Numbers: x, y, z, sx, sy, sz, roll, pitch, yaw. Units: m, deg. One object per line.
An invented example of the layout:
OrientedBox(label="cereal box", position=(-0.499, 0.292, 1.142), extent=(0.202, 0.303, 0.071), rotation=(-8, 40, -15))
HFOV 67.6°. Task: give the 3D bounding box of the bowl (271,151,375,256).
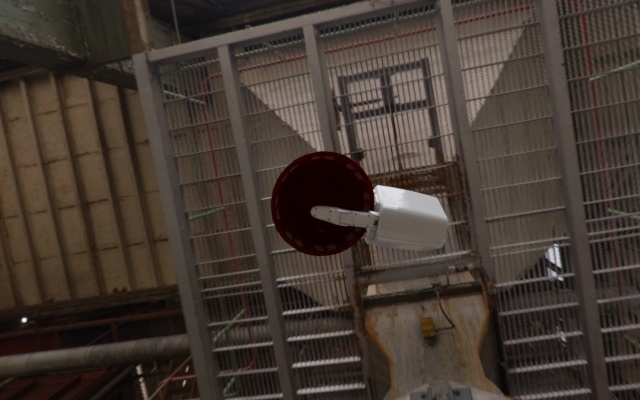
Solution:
OrientedBox(label="bowl", position=(-0.001, 0.002, 0.746), extent=(0.162, 0.162, 0.055), rotation=(0, 9, -12))
